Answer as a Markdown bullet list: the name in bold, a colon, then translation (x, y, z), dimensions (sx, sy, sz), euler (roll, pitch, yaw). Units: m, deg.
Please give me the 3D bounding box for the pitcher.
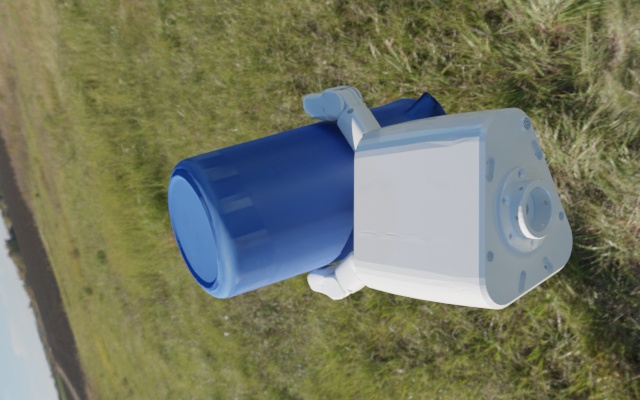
- **pitcher**: translation (0.000, 0.001, 0.422), dimensions (0.243, 0.149, 0.145), euler (-18, 9, -33)
